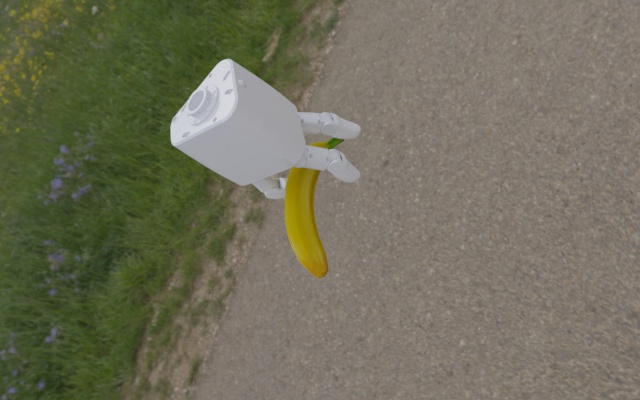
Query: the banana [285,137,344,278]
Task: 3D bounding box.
[{"bbox_3d":[-0.015,0.002,0.600,0.069,0.197,0.037,-11,-29,34],"label":"banana"}]
